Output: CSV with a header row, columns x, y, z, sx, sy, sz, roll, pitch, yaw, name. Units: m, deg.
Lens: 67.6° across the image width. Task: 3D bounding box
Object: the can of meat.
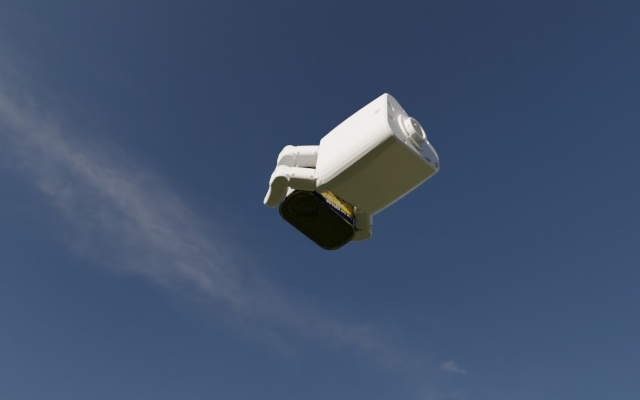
x,y,z,sx,sy,sz,roll,pitch,yaw,name
0.000,0.002,0.636,0.102,0.084,0.057,39,-56,-22,can of meat
